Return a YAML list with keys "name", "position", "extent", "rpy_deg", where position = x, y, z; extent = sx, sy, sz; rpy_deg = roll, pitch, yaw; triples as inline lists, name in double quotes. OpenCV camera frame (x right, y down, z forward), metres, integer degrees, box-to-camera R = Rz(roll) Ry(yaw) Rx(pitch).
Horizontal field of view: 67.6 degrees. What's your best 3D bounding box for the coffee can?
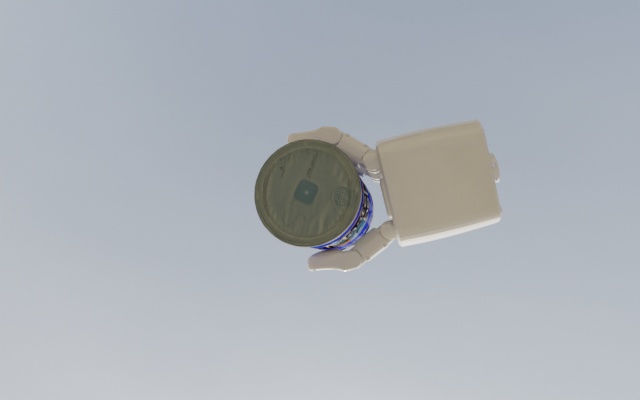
- name: "coffee can"
  position: [0.000, 0.002, 0.512]
  extent: [0.103, 0.103, 0.140]
  rpy_deg: [0, -8, 11]
